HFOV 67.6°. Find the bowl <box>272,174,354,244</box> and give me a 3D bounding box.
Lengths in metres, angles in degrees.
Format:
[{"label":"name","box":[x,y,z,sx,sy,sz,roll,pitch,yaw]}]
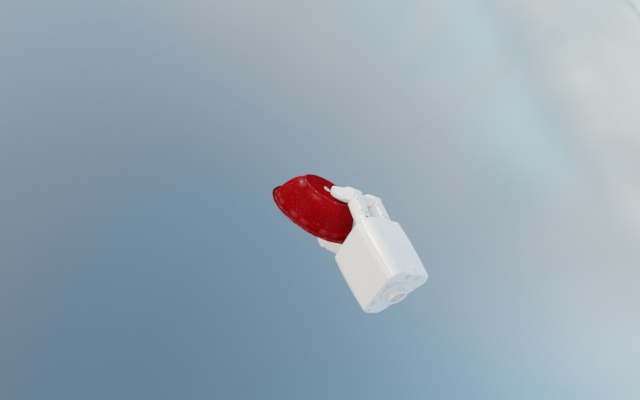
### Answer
[{"label":"bowl","box":[-0.001,0.002,0.821,0.162,0.055,0.162,28,20,-11]}]
